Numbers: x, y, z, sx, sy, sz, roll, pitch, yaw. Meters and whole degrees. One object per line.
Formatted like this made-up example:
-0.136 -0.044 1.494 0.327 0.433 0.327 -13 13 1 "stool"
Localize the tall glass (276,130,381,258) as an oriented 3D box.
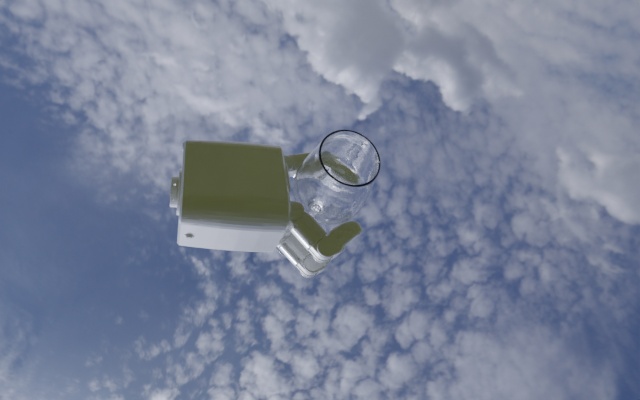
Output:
0.000 0.002 0.532 0.079 0.079 0.201 0 -25 -18 "tall glass"
